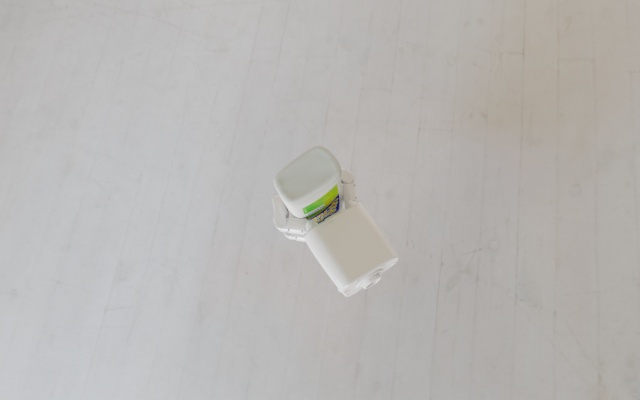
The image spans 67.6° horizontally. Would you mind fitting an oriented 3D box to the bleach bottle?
[{"bbox_3d":[0.000,0.003,0.809,0.102,0.068,0.251,-34,-21,-2],"label":"bleach bottle"}]
